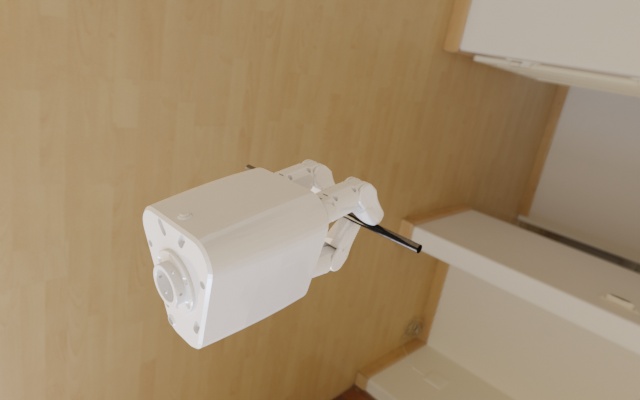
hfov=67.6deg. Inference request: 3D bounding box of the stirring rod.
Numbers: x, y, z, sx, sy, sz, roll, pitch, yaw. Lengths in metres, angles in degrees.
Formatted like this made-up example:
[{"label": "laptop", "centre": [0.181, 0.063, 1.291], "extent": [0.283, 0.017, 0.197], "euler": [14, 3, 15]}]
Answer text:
[{"label": "stirring rod", "centre": [0.000, 0.002, 0.484], "extent": [0.239, 0.011, 0.011], "euler": [25, 16, 39]}]
